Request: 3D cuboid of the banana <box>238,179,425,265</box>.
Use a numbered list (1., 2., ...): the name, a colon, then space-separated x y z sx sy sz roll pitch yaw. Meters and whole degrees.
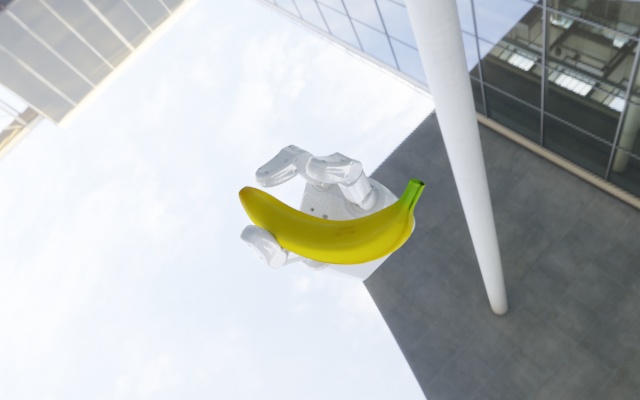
1. banana: 0.002 0.020 0.416 0.198 0.069 0.037 -1 -7 37
